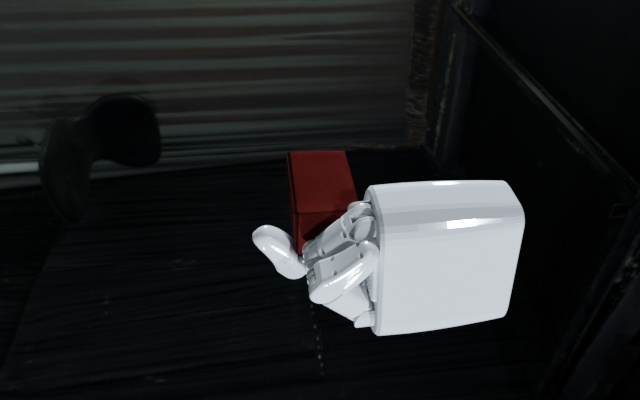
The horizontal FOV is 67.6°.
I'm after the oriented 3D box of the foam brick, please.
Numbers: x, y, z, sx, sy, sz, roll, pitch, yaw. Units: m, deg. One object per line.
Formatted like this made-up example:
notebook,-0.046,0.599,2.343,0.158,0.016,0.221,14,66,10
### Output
foam brick,0.000,0.001,0.403,0.051,0.053,0.078,-5,44,-6
